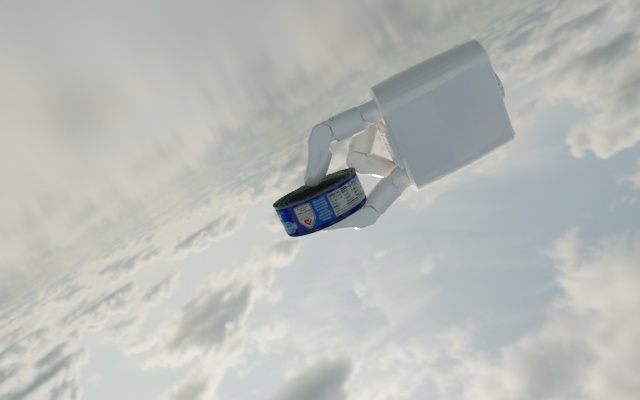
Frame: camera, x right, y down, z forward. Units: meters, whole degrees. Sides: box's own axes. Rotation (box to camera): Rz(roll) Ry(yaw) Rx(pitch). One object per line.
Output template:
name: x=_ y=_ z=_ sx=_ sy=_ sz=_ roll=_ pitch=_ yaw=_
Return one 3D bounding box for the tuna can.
tuna can: x=0.000 y=0.002 z=0.455 sx=0.086 sy=0.034 sz=0.086 roll=-24 pitch=10 yaw=4
